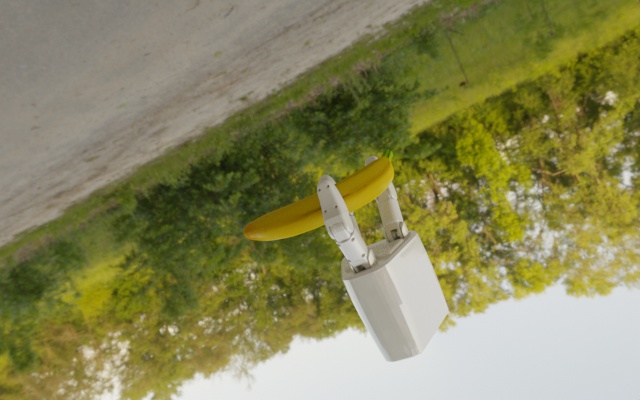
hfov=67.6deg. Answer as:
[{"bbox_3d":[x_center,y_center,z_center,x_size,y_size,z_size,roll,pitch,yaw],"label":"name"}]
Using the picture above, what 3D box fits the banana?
[{"bbox_3d":[0.005,0.003,0.532,0.198,0.037,0.069,-27,11,-3],"label":"banana"}]
